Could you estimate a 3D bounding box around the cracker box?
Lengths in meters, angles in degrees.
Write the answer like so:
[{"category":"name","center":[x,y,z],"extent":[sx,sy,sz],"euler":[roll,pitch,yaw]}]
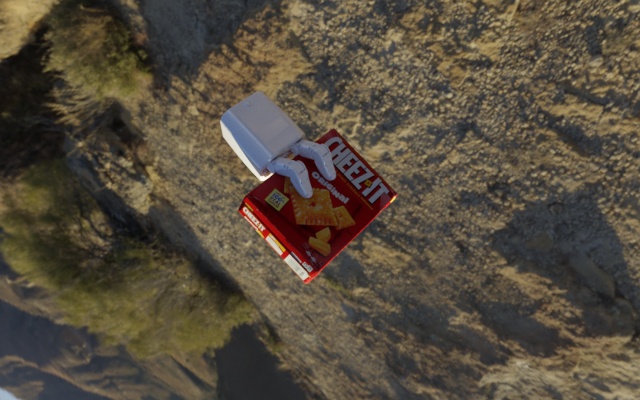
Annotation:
[{"category":"cracker box","center":[0.000,0.003,0.787],"extent":[0.213,0.164,0.072],"euler":[-41,-4,-30]}]
